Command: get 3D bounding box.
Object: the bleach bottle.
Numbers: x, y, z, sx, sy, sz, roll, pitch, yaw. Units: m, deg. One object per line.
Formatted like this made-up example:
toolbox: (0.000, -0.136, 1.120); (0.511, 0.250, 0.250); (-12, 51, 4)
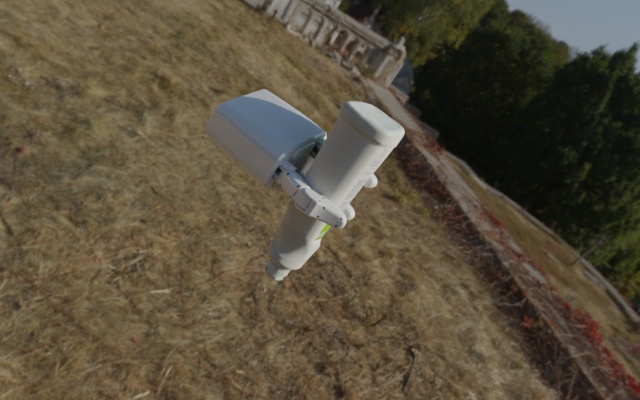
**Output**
bleach bottle: (0.000, 0.002, 0.582); (0.068, 0.251, 0.102); (39, 22, 13)
